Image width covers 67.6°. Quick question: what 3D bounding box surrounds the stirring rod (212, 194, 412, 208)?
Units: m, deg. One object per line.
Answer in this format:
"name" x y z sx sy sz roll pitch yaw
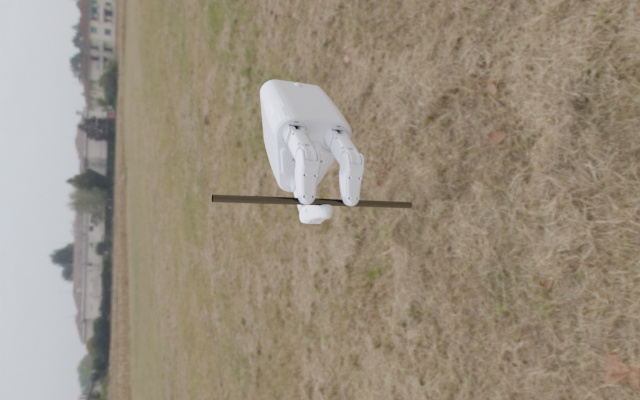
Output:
"stirring rod" 0.000 0.002 0.533 0.239 0.011 0.011 2 -1 -24
